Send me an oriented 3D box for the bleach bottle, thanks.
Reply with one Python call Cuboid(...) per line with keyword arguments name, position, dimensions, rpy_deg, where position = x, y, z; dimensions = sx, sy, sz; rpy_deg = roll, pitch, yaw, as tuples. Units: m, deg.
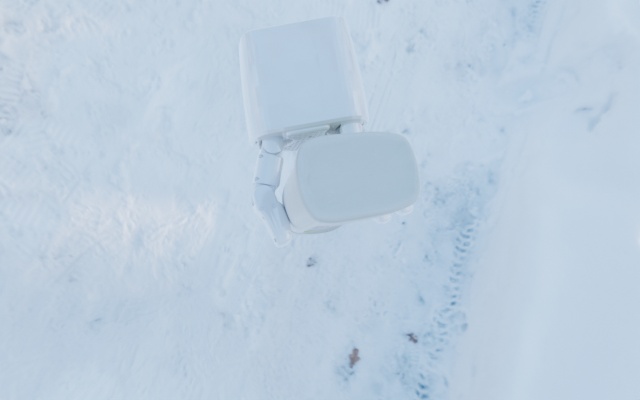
Cuboid(name="bleach bottle", position=(0.000, 0.002, 0.476), dimensions=(0.102, 0.068, 0.251), rpy_deg=(-8, -8, -17))
